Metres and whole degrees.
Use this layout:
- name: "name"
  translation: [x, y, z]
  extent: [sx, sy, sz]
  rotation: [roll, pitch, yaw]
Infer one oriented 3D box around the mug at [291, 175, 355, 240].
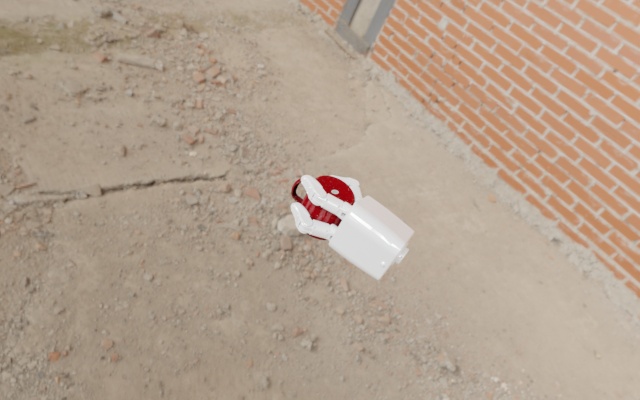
- name: "mug"
  translation: [-0.001, 0.002, 0.853]
  extent: [0.117, 0.081, 0.093]
  rotation: [37, 38, 10]
